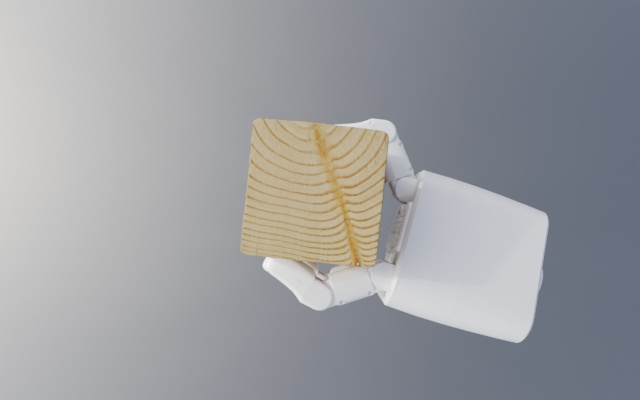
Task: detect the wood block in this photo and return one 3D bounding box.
[{"bbox_3d":[0.000,0.001,0.406,0.090,0.091,0.206,6,-4,3],"label":"wood block"}]
